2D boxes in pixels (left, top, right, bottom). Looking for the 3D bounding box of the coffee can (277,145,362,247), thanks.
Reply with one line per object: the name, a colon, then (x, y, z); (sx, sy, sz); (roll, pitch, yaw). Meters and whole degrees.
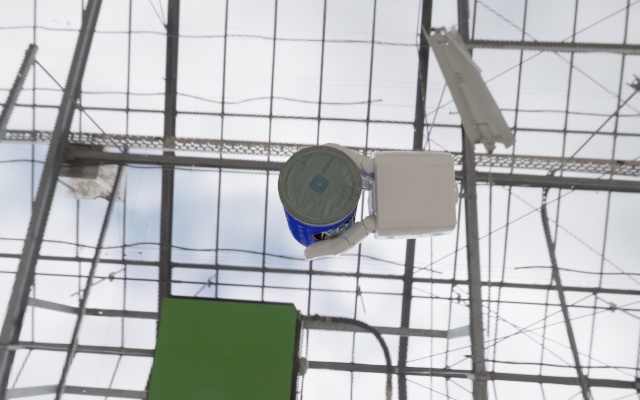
coffee can: (0.000, 0.002, 0.639); (0.103, 0.102, 0.140); (0, -19, 1)
